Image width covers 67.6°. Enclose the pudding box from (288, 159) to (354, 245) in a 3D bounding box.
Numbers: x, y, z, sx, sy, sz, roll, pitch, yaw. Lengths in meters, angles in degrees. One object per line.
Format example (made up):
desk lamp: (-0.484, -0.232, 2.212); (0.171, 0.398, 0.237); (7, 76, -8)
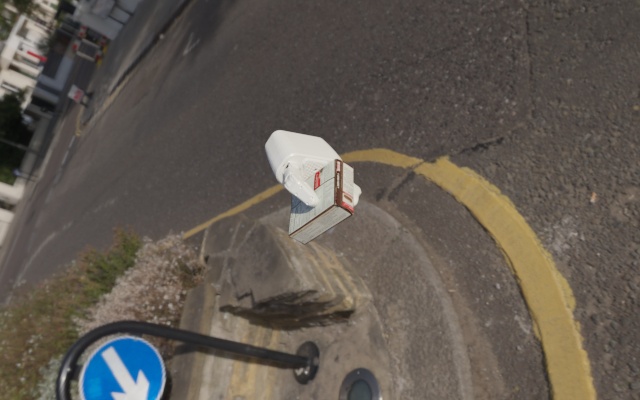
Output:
pudding box: (0.000, 0.002, 0.714); (0.039, 0.090, 0.113); (26, -43, -29)
